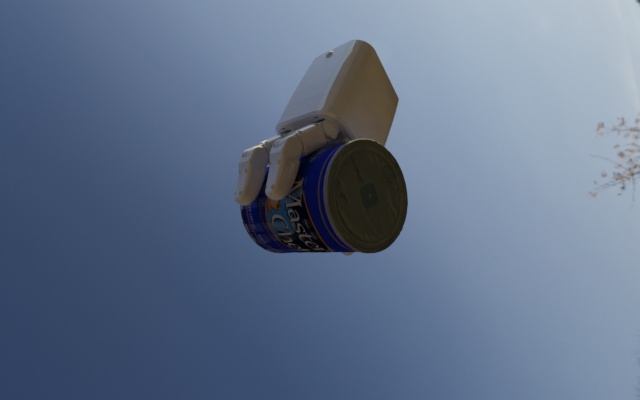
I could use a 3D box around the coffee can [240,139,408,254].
[{"bbox_3d":[0.000,0.002,0.477,0.103,0.103,0.140,0,-5,-41],"label":"coffee can"}]
